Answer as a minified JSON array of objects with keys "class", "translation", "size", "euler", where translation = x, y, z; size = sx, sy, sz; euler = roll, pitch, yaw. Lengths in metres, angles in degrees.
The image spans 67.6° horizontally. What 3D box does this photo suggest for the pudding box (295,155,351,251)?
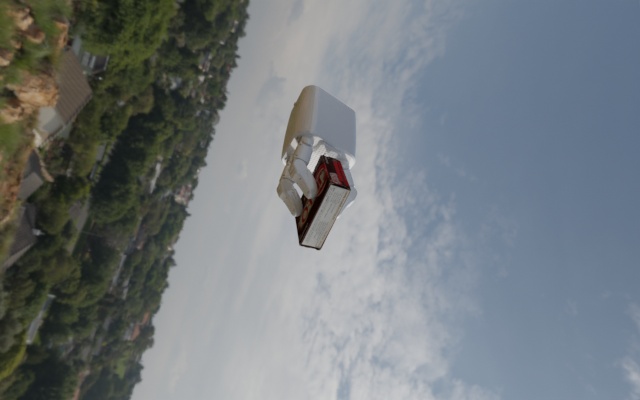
[{"class":"pudding box","translation":[0.000,0.002,0.703],"size":[0.039,0.113,0.090],"euler":[16,27,-16]}]
